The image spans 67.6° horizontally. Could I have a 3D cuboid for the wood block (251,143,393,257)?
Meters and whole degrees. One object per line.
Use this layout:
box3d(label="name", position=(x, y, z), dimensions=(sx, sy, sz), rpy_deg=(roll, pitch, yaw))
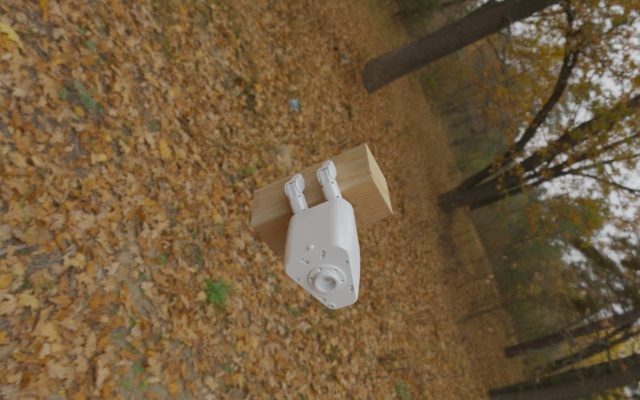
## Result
box3d(label="wood block", position=(0.000, 0.003, 0.774), dimensions=(0.206, 0.090, 0.091), rpy_deg=(-22, -50, 16))
